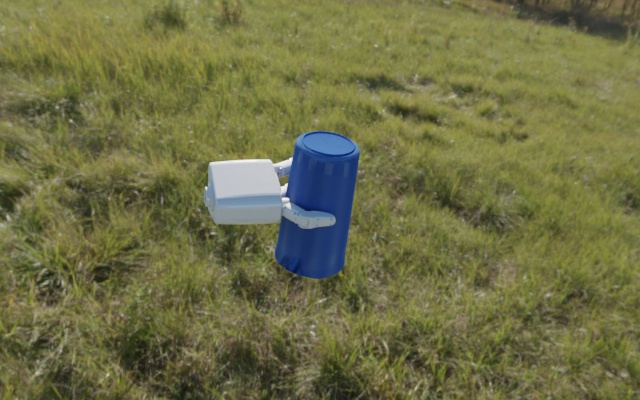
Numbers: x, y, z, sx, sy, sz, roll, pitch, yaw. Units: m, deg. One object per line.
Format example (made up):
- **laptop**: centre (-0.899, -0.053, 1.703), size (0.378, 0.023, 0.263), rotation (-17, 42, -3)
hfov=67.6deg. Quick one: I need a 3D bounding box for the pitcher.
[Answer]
- **pitcher**: centre (0.000, 0.003, 0.849), size (0.145, 0.243, 0.149), rotation (-3, 33, -19)
